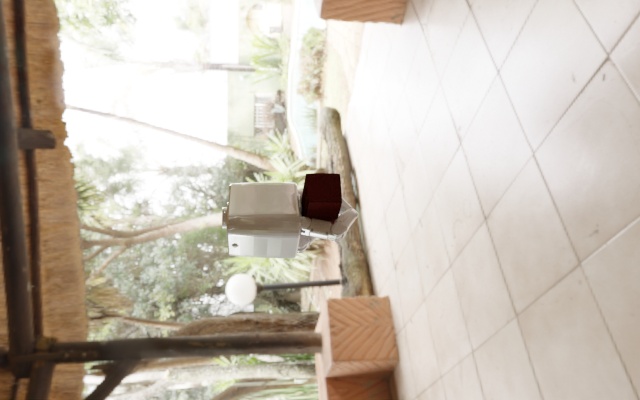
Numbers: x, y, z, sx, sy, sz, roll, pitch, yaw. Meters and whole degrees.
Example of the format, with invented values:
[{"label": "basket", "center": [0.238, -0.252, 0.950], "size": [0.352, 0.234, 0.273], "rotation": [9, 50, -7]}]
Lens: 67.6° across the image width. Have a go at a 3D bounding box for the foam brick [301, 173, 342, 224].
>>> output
[{"label": "foam brick", "center": [0.000, 0.002, 0.715], "size": [0.051, 0.053, 0.078], "rotation": [2, -35, -8]}]
